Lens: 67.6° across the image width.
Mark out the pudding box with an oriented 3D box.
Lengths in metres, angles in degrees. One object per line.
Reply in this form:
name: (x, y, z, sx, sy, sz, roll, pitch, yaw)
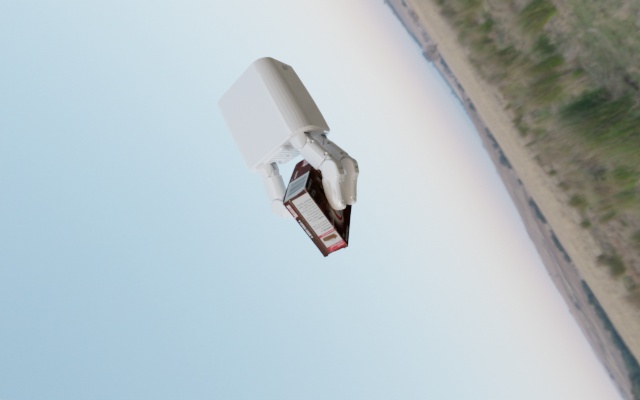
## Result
pudding box: (0.000, 0.002, 0.590, 0.039, 0.090, 0.113, -29, 21, 22)
